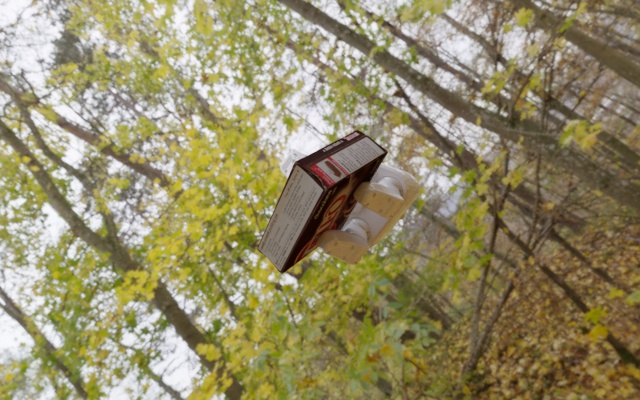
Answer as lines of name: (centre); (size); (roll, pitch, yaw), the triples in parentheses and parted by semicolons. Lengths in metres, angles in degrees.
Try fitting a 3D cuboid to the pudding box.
pudding box: (0.000, 0.001, 0.414); (0.039, 0.114, 0.090); (40, 43, 16)
